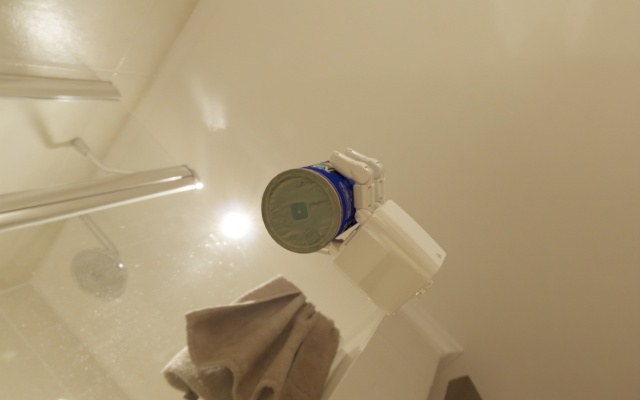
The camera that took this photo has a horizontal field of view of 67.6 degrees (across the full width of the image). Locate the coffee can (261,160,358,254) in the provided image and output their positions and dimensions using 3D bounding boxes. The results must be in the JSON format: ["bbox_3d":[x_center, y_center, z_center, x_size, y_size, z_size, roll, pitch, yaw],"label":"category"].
[{"bbox_3d":[0.000,0.002,0.625,0.103,0.103,0.140,0,10,22],"label":"coffee can"}]
